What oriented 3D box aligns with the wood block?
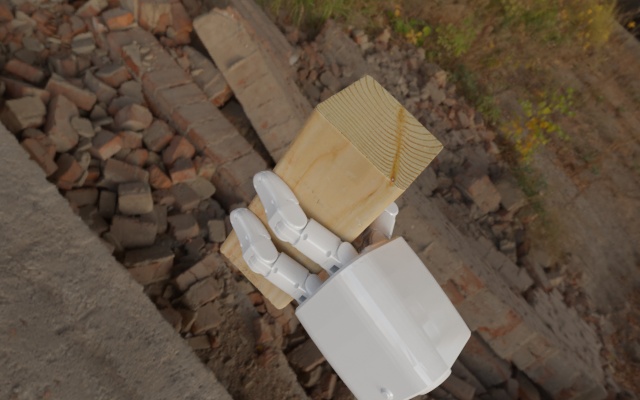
[{"bbox_3d":[0.001,0.001,0.435,0.090,0.090,0.206,-41,-6,-47],"label":"wood block"}]
